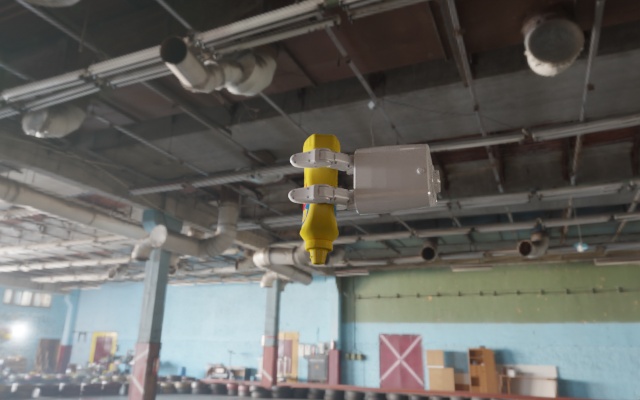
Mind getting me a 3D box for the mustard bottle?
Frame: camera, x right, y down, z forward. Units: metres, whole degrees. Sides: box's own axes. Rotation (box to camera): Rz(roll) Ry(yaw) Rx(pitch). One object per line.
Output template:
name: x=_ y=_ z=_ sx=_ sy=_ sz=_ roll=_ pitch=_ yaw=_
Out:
mustard bottle: x=0.000 y=0.002 z=0.730 sx=0.058 sy=0.191 sz=0.096 roll=3 pitch=-18 yaw=-5
